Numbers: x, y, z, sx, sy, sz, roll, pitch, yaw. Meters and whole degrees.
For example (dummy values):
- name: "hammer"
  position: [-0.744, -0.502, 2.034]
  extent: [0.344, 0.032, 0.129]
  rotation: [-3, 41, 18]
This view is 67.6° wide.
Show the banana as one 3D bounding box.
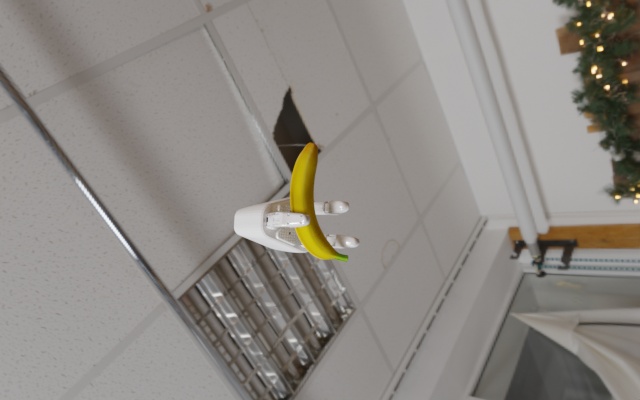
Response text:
- name: "banana"
  position: [-0.015, 0.011, 0.752]
  extent: [0.069, 0.198, 0.037]
  rotation: [-17, 5, -27]
